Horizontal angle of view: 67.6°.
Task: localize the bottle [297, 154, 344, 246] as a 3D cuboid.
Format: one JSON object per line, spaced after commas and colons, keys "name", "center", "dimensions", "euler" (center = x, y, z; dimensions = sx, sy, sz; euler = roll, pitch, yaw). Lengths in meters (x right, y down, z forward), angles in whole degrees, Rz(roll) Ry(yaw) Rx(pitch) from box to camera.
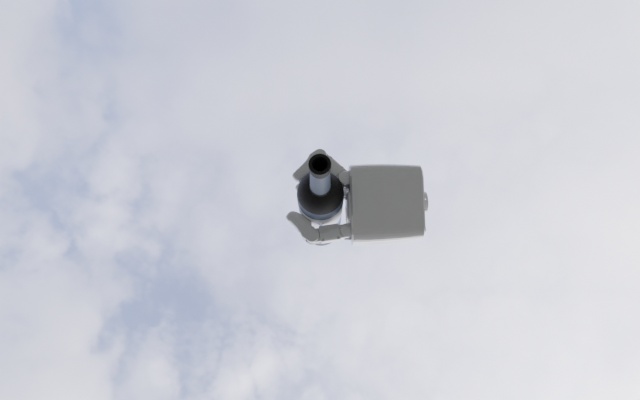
{"name": "bottle", "center": [0.000, 0.002, 0.704], "dimensions": [0.069, 0.069, 0.296], "euler": [0, -18, 0]}
